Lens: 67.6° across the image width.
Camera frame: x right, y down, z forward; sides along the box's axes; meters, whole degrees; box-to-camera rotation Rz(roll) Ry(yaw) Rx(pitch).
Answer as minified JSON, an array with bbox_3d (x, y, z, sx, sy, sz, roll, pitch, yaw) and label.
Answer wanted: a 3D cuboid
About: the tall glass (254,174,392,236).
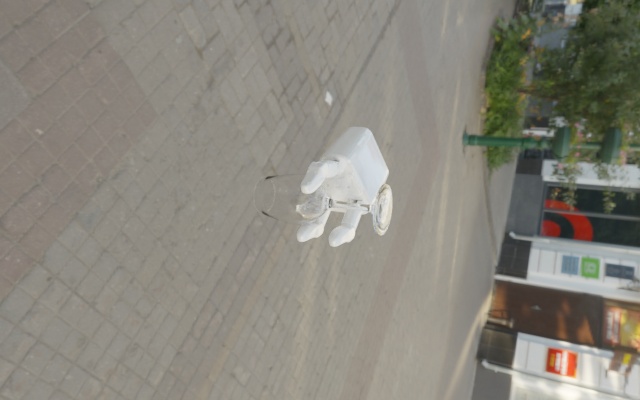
[{"bbox_3d":[0.001,0.002,0.711,0.201,0.079,0.079,7,3,26],"label":"tall glass"}]
